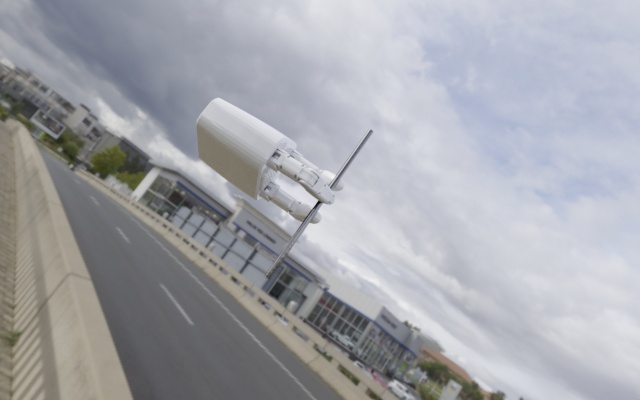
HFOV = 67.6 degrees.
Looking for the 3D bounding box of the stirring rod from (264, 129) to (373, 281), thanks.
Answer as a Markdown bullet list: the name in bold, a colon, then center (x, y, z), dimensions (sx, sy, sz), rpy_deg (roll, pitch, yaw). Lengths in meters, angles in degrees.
- **stirring rod**: center (0.000, 0.002, 0.620), dimensions (0.011, 0.239, 0.011), rpy_deg (34, -11, 8)
